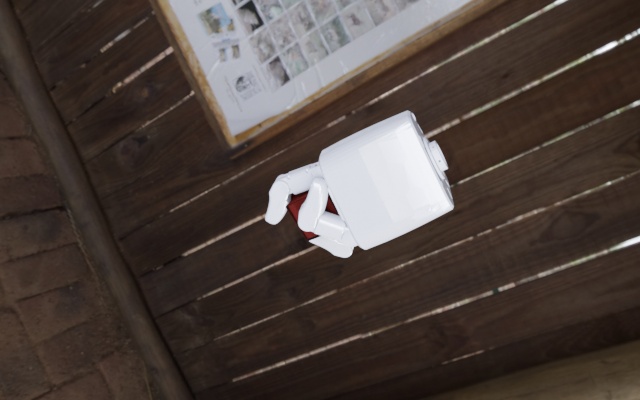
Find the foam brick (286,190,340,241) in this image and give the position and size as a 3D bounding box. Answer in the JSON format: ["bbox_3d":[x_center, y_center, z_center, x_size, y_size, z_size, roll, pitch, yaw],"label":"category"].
[{"bbox_3d":[0.000,0.002,0.567,0.051,0.053,0.078,-25,19,19],"label":"foam brick"}]
